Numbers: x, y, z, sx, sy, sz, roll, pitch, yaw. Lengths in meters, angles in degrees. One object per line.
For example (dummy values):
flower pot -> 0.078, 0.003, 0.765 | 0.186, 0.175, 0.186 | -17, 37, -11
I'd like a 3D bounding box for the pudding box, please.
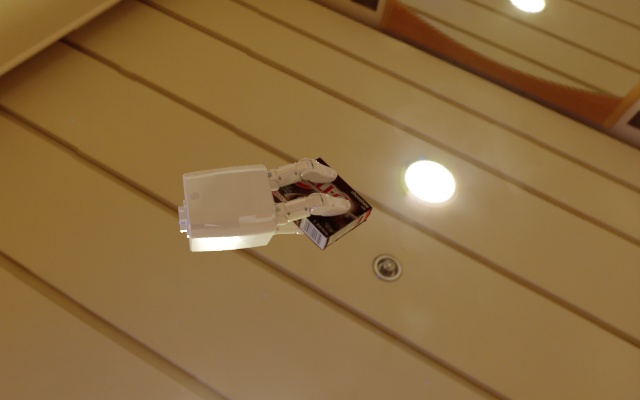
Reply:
pudding box -> 0.000, 0.002, 0.658 | 0.090, 0.113, 0.039 | -32, -21, -32
